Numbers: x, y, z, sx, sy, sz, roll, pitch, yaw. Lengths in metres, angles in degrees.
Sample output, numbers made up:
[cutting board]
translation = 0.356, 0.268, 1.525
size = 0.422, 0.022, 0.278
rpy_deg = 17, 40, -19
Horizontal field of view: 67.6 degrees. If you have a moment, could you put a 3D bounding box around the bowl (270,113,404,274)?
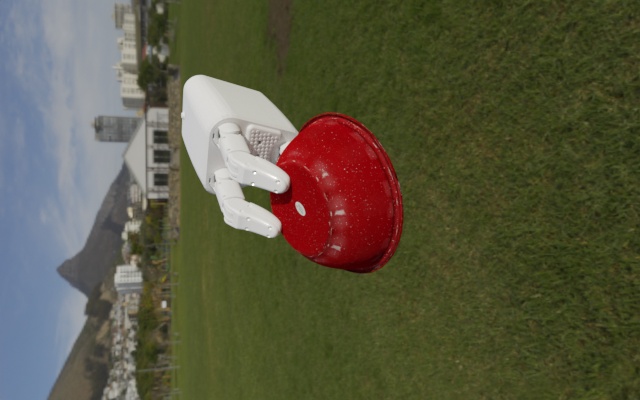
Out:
[bowl]
translation = 0.001, 0.002, 0.451
size = 0.055, 0.162, 0.162
rpy_deg = -19, 12, -37
